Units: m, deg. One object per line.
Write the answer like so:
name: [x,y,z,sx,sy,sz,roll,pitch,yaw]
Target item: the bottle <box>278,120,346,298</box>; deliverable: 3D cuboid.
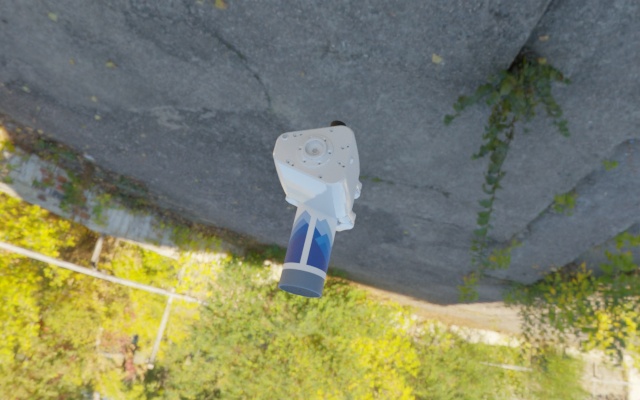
bottle: [0.000,0.003,0.764,0.069,0.295,0.069,11,-22,5]
